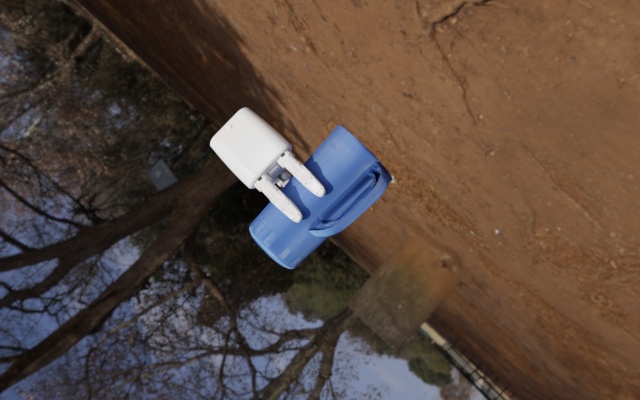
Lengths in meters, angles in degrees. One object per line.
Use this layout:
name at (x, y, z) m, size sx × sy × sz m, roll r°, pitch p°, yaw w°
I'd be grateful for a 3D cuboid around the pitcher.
pitcher at (0.000, 0.003, 0.813) m, size 0.145 × 0.243 × 0.149 m, roll 44°, pitch 1°, yaw 10°
